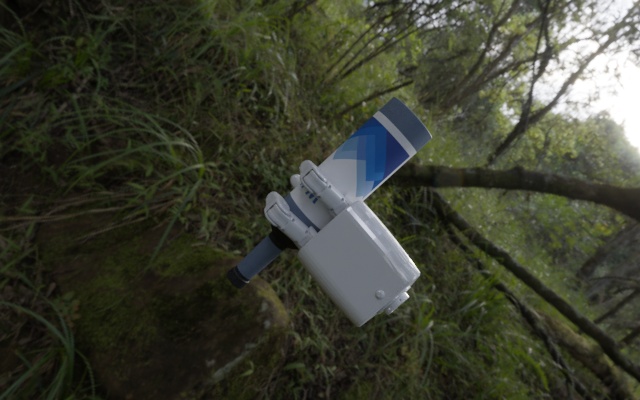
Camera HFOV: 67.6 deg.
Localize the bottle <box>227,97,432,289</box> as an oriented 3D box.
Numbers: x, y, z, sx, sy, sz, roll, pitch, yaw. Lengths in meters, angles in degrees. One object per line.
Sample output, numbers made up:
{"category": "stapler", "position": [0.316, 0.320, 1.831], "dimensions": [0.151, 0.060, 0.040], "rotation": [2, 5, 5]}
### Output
{"category": "bottle", "position": [0.000, 0.002, 0.576], "dimensions": [0.296, 0.069, 0.069], "rotation": [-42, -7, 8]}
